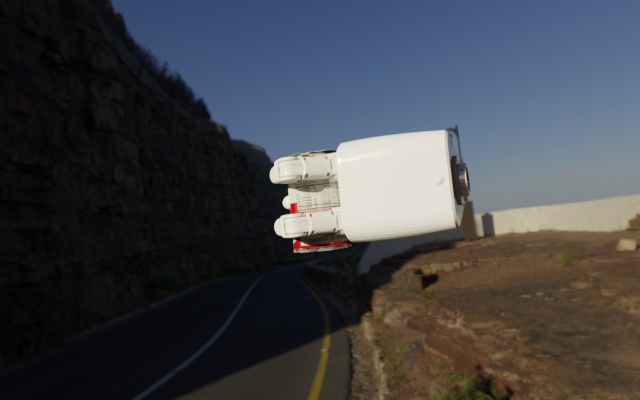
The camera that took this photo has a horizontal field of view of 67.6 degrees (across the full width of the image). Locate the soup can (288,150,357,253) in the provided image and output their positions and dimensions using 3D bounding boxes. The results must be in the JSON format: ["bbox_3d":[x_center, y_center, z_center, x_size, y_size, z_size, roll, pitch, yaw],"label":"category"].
[{"bbox_3d":[0.000,0.001,0.513,0.068,0.102,0.068,-6,-3,0],"label":"soup can"}]
